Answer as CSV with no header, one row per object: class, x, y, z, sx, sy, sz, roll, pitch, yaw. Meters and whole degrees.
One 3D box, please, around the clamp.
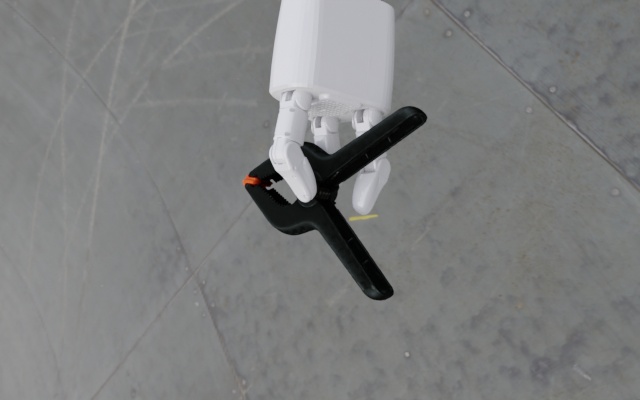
clamp,-0.001,0.001,0.456,0.210,0.164,0.036,0,-9,42
